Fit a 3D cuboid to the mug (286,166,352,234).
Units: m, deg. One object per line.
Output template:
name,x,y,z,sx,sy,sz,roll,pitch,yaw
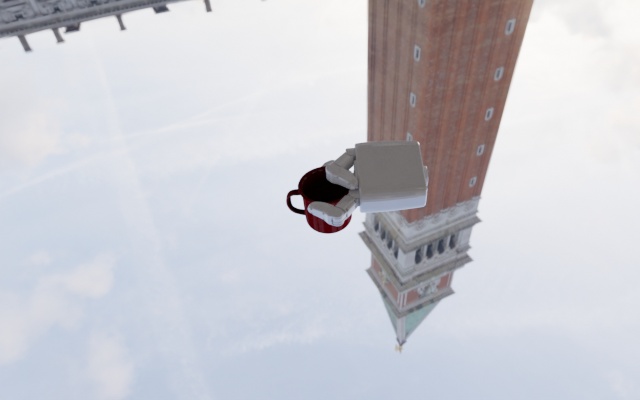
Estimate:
mug,-0.001,0.003,0.810,0.117,0.082,0.093,-3,45,3
